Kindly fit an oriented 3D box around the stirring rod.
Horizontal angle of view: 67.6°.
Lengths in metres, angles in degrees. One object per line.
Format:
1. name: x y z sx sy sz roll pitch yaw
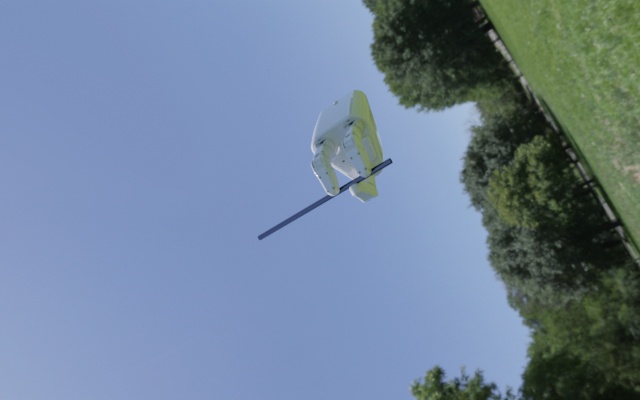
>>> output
1. stirring rod: 0.000 0.002 0.689 0.239 0.011 0.011 -31 -14 24
